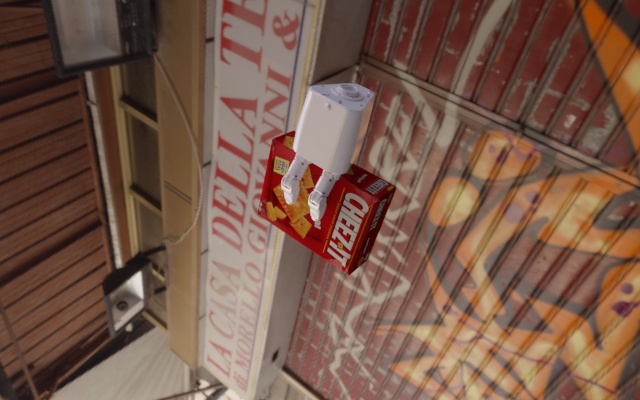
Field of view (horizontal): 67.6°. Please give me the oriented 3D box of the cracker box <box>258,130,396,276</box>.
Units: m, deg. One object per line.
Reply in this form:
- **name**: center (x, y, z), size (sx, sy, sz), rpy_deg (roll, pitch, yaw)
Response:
- **cracker box**: center (0.000, 0.003, 0.817), size (0.213, 0.164, 0.072), rpy_deg (32, 36, 22)
